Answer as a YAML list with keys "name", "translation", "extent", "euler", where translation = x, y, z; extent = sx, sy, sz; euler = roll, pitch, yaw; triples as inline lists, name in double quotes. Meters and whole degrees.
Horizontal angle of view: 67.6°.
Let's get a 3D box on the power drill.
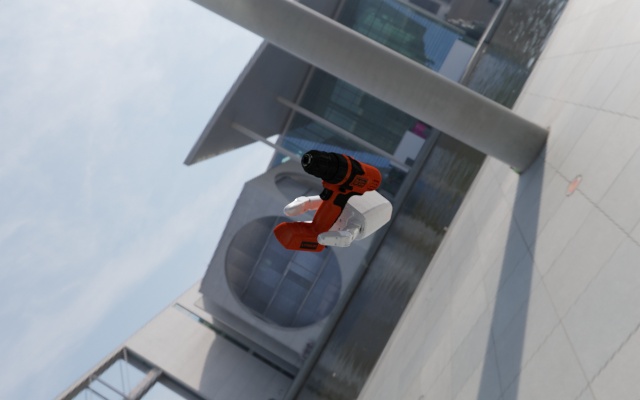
- name: "power drill"
  translation: [0.000, 0.003, 0.816]
  extent: [0.184, 0.188, 0.057]
  euler: [13, 32, -47]
